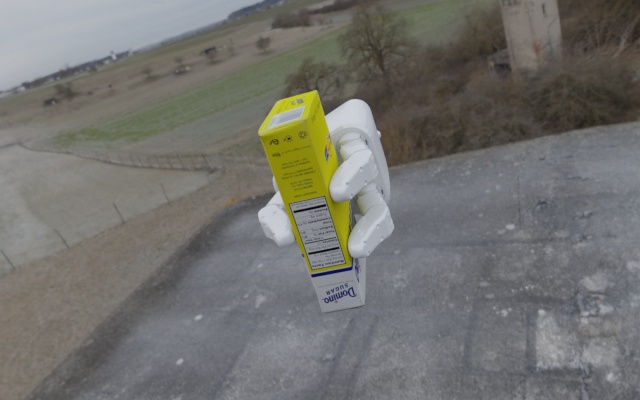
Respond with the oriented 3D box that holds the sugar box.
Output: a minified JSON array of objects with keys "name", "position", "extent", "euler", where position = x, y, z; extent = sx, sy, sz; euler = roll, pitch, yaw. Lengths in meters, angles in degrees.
[{"name":"sugar box","position":[0.001,0.001,0.425],"extent":[0.048,0.176,0.093],"euler":[-15,25,13]}]
